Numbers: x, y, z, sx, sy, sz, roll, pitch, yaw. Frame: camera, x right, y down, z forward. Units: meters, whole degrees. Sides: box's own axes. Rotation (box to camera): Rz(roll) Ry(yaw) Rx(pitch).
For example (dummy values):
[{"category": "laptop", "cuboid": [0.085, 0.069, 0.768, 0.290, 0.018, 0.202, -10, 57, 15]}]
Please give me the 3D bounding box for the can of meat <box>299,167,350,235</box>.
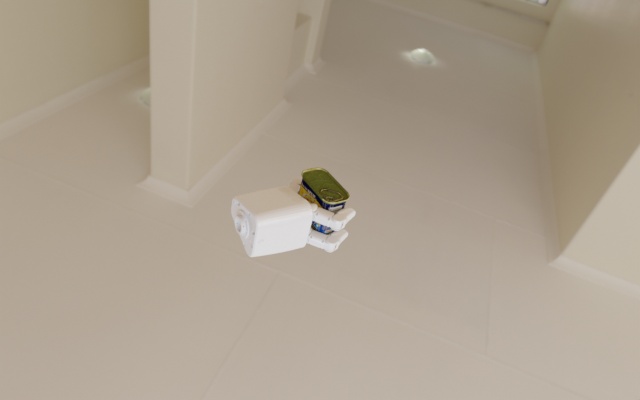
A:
[{"category": "can of meat", "cuboid": [0.000, 0.003, 0.884, 0.057, 0.084, 0.102, -14, 45, -33]}]
